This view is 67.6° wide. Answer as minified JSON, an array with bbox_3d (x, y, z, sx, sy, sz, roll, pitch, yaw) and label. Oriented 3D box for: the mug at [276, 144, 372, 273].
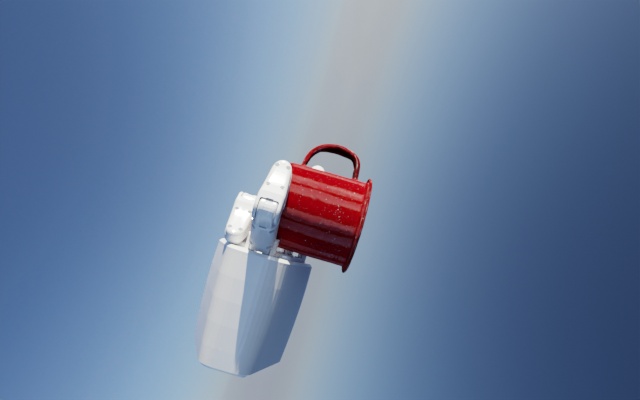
[{"bbox_3d":[0.000,0.000,0.456,0.081,0.117,0.093,16,-7,-1],"label":"mug"}]
